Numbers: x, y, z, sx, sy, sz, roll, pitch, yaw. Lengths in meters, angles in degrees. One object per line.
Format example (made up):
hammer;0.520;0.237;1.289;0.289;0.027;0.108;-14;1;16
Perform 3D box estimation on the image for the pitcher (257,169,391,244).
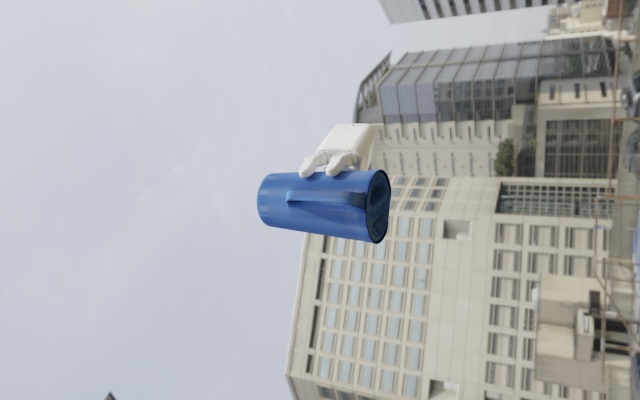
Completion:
pitcher;0.000;0.003;0.893;0.243;0.149;0.145;3;40;27
